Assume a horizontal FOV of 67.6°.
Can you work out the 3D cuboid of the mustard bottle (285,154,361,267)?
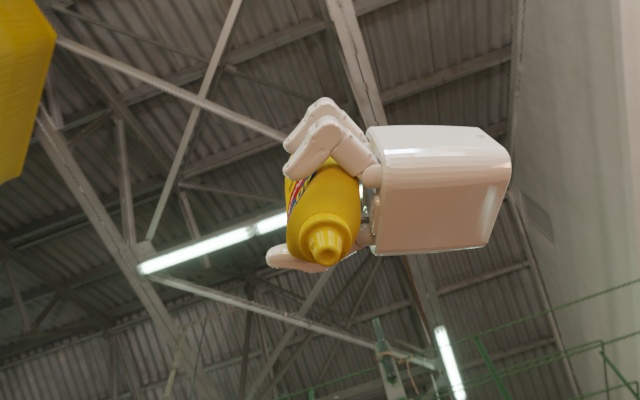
[{"bbox_3d":[0.000,0.001,0.432,0.058,0.096,0.191,20,22,-13],"label":"mustard bottle"}]
